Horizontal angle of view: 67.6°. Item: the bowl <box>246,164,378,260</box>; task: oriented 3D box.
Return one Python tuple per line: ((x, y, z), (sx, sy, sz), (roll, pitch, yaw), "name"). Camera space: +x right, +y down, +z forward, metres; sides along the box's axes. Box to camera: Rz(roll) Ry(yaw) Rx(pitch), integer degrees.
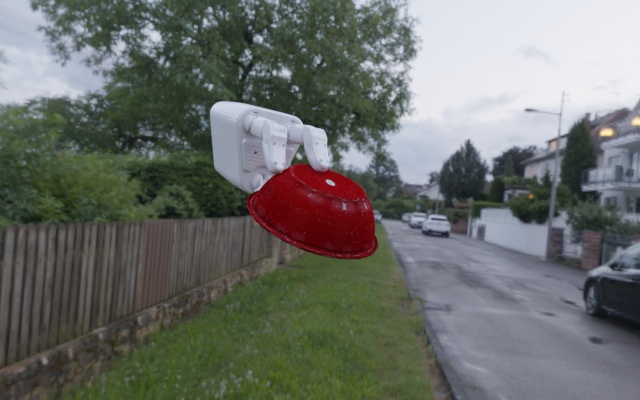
((0.001, 0.002, 0.549), (0.162, 0.055, 0.162), (19, 20, -7), "bowl")
